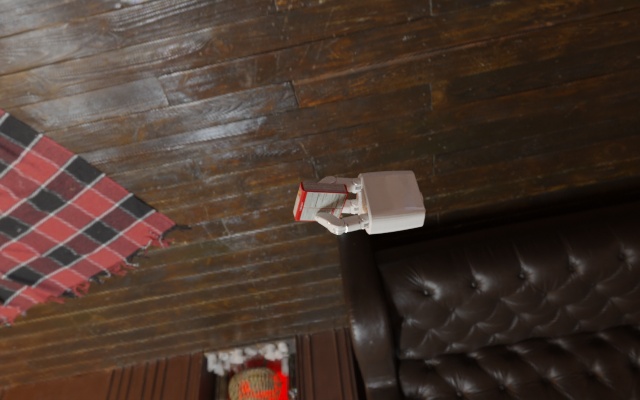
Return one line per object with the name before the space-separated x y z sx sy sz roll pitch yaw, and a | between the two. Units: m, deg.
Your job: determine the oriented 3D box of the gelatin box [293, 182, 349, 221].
gelatin box | 0.000 0.003 0.884 0.089 0.073 0.030 1 41 -19
